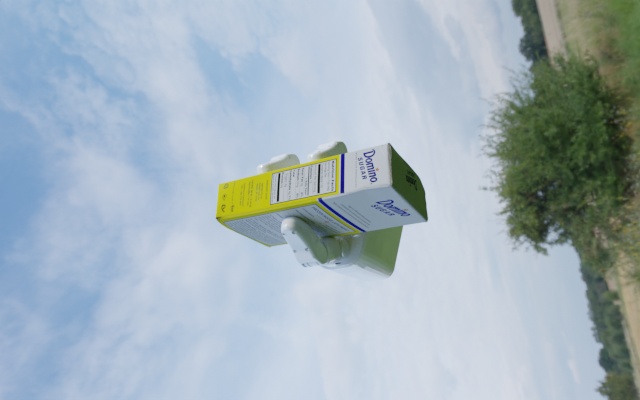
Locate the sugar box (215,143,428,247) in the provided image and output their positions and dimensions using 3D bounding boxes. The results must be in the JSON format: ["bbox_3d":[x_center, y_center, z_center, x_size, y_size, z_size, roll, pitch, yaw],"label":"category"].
[{"bbox_3d":[0.000,0.001,0.443,0.176,0.048,0.093,-13,-26,26],"label":"sugar box"}]
